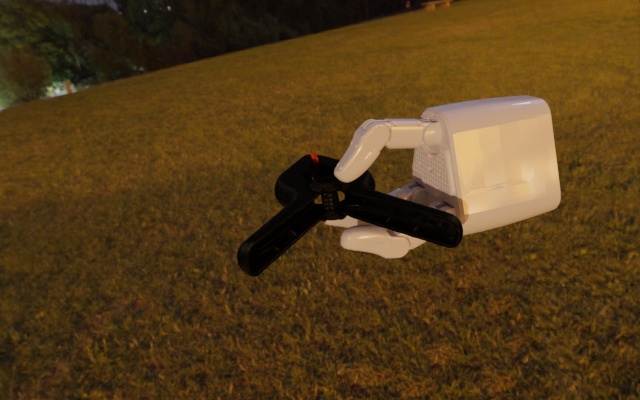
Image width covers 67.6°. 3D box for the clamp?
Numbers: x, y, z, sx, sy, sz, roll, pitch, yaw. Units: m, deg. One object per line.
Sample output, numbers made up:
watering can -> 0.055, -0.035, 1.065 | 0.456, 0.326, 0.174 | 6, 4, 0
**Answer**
clamp -> 0.000, 0.000, 0.419 | 0.164, 0.036, 0.210 | -9, 23, -14
